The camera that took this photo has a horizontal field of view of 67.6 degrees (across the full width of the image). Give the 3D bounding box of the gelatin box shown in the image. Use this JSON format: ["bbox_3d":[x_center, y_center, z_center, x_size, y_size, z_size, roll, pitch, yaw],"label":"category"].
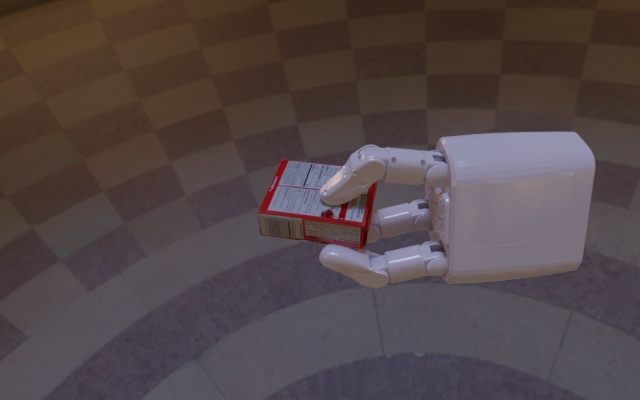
[{"bbox_3d":[0.000,0.001,0.404,0.089,0.030,0.073,7,42,9],"label":"gelatin box"}]
